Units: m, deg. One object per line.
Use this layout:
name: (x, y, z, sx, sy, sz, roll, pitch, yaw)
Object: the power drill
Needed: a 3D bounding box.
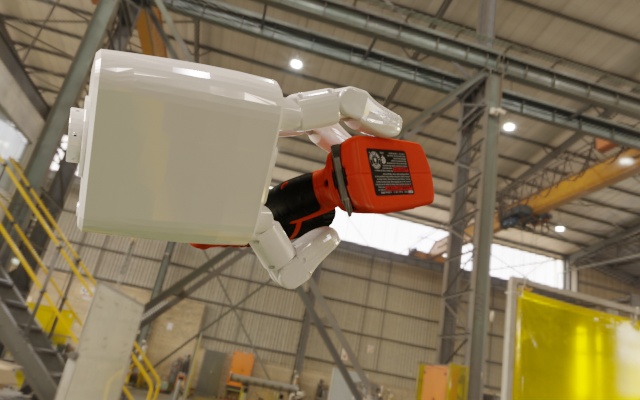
power drill: (0.000, 0.001, 0.422, 0.188, 0.057, 0.184, -20, -9, 40)
